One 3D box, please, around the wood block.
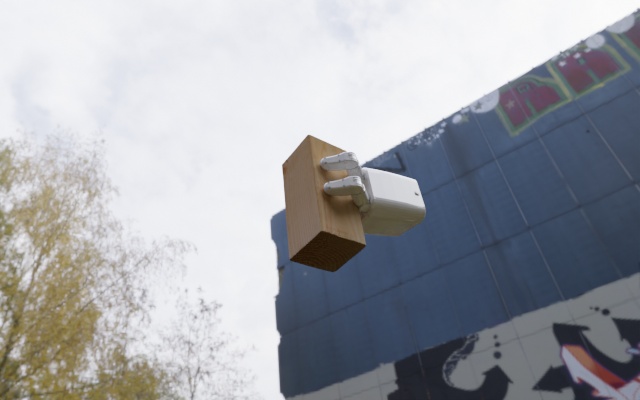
[{"bbox_3d":[0.000,0.003,0.801,0.090,0.206,0.091,20,-47,-30],"label":"wood block"}]
